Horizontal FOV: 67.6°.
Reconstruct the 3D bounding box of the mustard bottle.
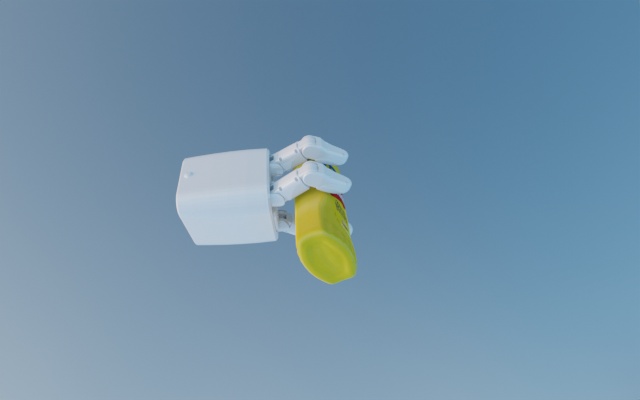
[{"bbox_3d":[0.000,0.002,0.592,0.058,0.191,0.096,-23,-49,15],"label":"mustard bottle"}]
